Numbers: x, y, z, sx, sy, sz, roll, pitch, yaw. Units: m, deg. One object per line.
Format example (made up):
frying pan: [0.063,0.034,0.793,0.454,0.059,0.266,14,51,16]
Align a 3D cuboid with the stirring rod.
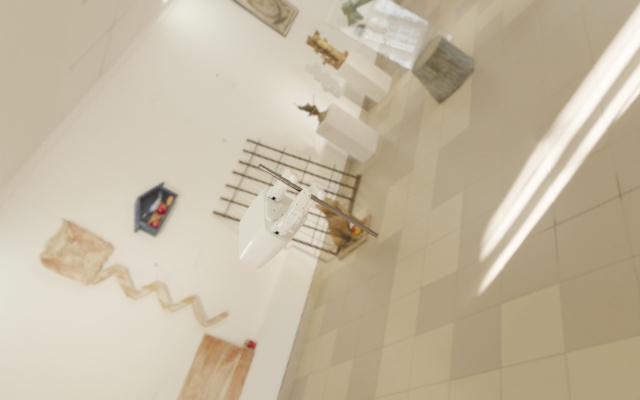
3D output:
stirring rod: [0.000,0.003,0.805,0.239,0.011,0.011,31,-10,-16]
